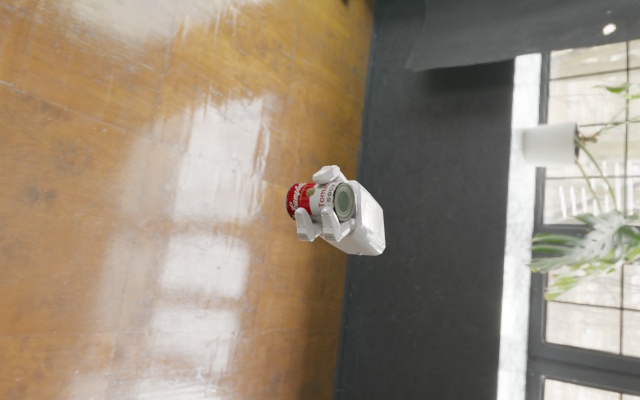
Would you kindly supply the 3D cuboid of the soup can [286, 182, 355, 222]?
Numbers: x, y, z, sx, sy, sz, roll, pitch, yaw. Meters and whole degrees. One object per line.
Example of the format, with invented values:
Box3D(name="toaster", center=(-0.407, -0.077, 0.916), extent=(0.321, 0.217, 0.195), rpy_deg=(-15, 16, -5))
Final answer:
Box3D(name="soup can", center=(0.000, 0.002, 0.824), extent=(0.102, 0.068, 0.068), rpy_deg=(0, 0, 36))
